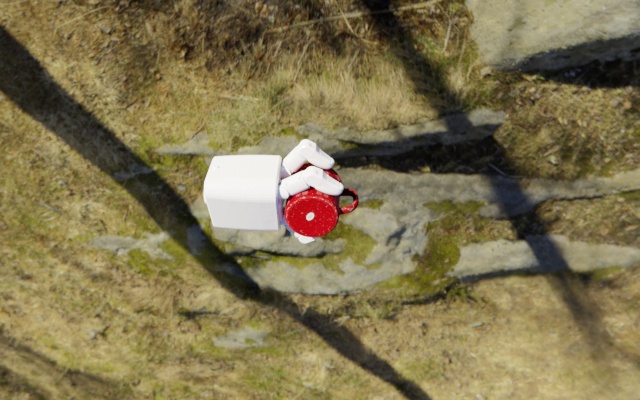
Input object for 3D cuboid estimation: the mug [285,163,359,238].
[{"bbox_3d":[0.002,0.003,0.732,0.117,0.093,0.081,1,37,1],"label":"mug"}]
